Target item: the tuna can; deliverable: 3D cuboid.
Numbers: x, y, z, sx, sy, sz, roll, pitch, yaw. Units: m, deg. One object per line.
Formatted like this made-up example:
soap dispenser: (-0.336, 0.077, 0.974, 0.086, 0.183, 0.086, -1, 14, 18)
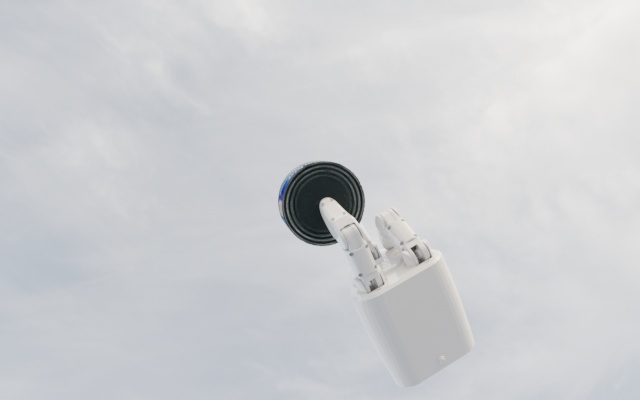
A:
tuna can: (0.000, 0.001, 0.491, 0.086, 0.086, 0.033, 0, 8, -14)
